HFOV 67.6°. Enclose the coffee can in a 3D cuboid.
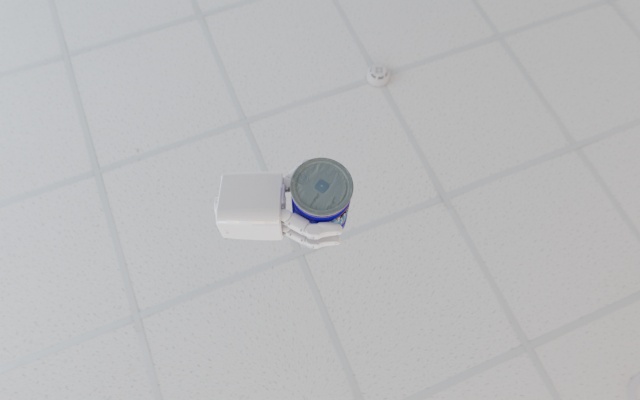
[{"bbox_3d":[0.000,0.003,0.831,0.103,0.102,0.140,0,-23,-2],"label":"coffee can"}]
